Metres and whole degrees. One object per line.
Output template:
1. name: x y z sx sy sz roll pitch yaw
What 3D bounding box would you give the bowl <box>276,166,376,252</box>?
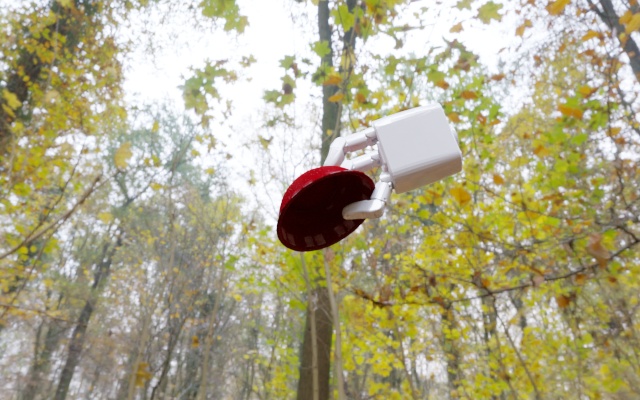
1. bowl: -0.001 0.002 0.708 0.162 0.162 0.055 0 42 -36
